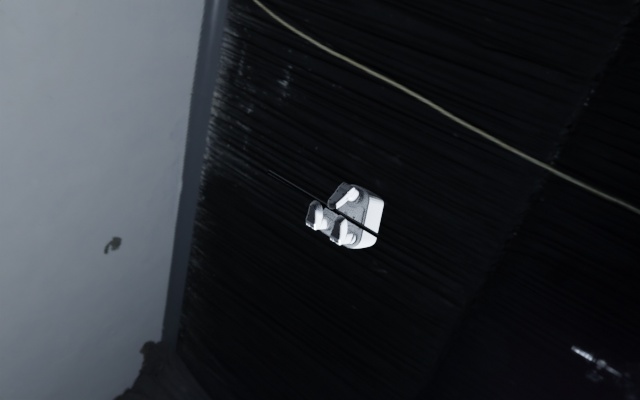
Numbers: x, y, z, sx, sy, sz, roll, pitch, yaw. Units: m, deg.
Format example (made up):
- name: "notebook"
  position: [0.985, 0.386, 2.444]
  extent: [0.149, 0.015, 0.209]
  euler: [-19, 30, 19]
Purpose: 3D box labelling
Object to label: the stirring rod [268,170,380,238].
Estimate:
- name: "stirring rod"
  position: [0.000, 0.003, 0.831]
  extent: [0.239, 0.011, 0.011]
  euler: [31, 13, 24]
